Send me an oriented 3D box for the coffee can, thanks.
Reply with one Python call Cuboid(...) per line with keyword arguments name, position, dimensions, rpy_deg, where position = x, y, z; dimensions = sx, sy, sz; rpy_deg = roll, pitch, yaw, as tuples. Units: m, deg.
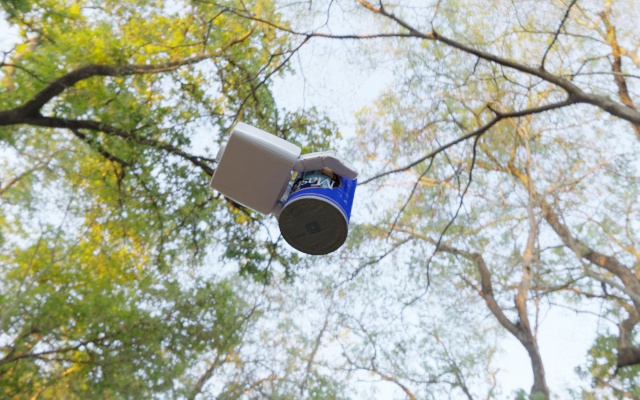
Cuboid(name="coffee can", position=(0.000, 0.003, 0.743), dimensions=(0.103, 0.103, 0.140), rpy_deg=(0, 33, 11))
